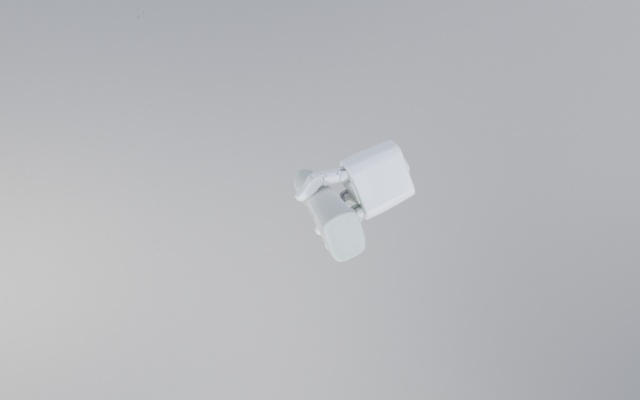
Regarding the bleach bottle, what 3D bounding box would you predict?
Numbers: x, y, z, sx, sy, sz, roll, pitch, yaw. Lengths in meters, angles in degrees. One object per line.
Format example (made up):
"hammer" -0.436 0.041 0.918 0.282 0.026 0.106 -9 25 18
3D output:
"bleach bottle" 0.000 0.003 0.891 0.068 0.103 0.250 -25 36 -7
